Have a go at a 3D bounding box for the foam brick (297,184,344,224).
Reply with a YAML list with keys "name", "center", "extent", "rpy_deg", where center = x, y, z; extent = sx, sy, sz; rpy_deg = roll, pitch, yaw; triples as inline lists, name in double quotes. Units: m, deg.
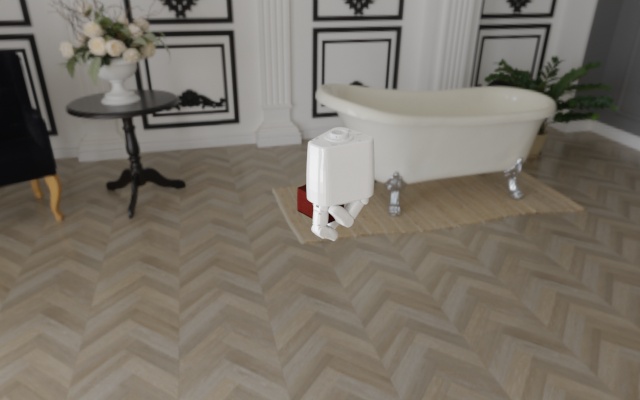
- name: "foam brick"
  center: [0.000, 0.003, 0.883]
  extent: [0.053, 0.051, 0.078]
  rpy_deg: [-23, 34, -36]
